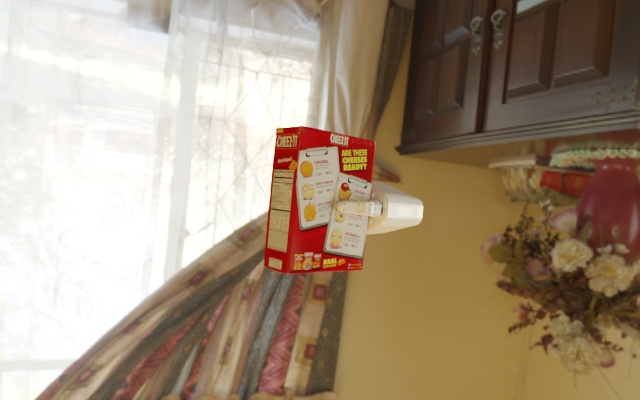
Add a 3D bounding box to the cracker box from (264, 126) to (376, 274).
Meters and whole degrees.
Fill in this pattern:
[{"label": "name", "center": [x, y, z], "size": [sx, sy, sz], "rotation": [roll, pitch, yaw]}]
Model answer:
[{"label": "cracker box", "center": [0.000, 0.003, 0.749], "size": [0.164, 0.213, 0.072], "rotation": [5, 1, -43]}]
